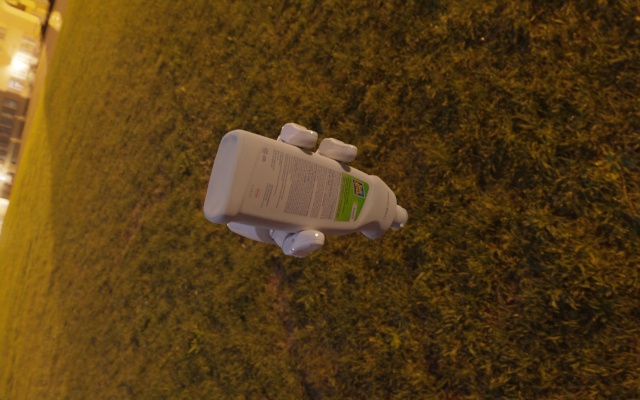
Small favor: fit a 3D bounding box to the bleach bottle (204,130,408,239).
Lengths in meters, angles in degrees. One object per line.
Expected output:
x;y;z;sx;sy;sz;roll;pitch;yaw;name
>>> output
0.000;0.002;0.555;0.251;0.102;0.068;17;-7;-32;bleach bottle
